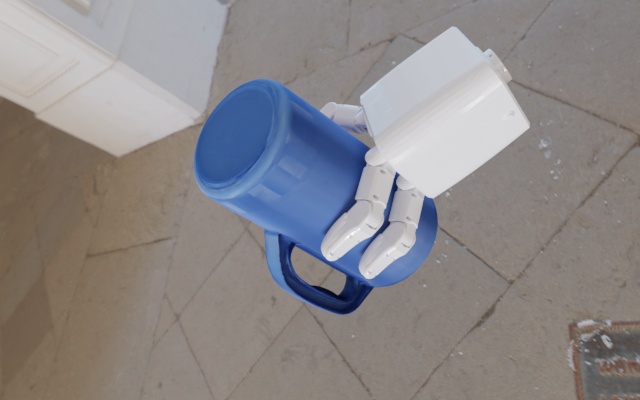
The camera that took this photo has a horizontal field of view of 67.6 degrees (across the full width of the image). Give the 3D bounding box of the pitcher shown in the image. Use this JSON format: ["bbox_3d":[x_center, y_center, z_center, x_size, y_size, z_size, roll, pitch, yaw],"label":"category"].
[{"bbox_3d":[0.000,0.001,0.457,0.145,0.149,0.243,-36,-40,21],"label":"pitcher"}]
